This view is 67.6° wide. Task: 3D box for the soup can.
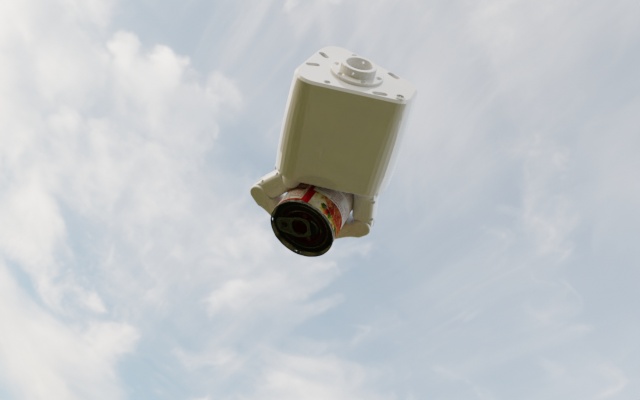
[{"bbox_3d":[0.000,0.002,0.505,0.068,0.068,0.102,0,33,27],"label":"soup can"}]
